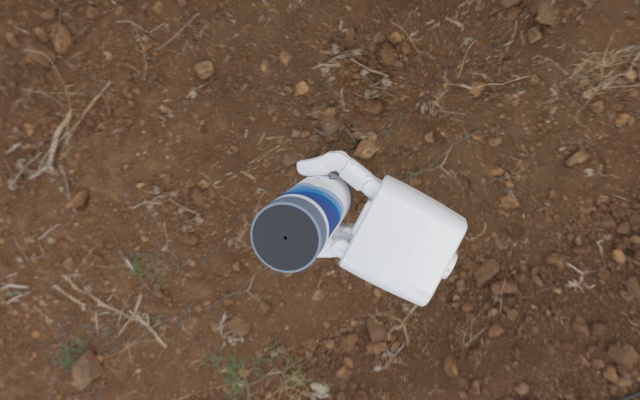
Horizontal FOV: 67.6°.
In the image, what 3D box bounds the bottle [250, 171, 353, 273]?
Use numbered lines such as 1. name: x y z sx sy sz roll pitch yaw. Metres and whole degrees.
1. bottle: 0.000 0.002 0.565 0.069 0.069 0.295 0 12 13
